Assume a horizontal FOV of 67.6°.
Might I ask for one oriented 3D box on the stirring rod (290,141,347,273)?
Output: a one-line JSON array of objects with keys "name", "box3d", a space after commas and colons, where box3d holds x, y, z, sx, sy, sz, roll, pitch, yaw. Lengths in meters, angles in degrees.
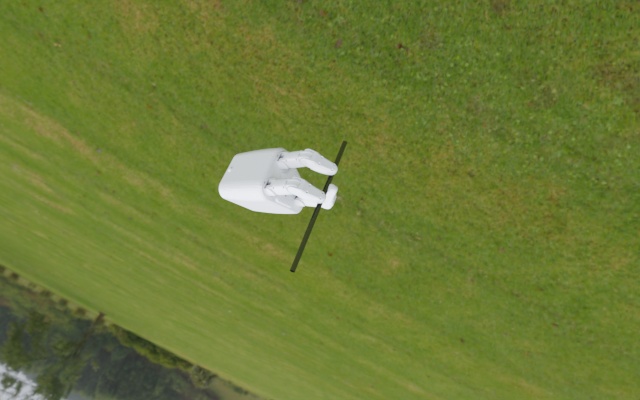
[{"name": "stirring rod", "box3d": [0.000, 0.002, 0.740, 0.011, 0.239, 0.011, 18, -27, 9]}]
